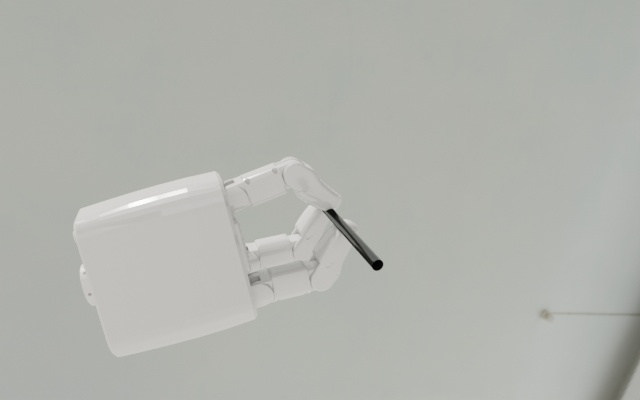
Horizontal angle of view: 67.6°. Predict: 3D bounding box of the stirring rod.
[{"bbox_3d":[0.000,0.001,0.413,0.011,0.011,0.239,0,20,-19],"label":"stirring rod"}]
